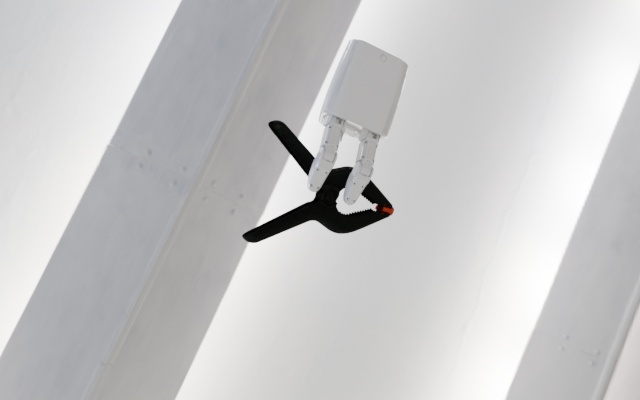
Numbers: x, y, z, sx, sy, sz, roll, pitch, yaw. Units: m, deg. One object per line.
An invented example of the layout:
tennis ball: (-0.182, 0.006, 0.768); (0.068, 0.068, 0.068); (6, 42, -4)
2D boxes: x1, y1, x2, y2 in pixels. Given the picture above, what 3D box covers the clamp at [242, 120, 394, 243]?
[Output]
clamp: (0.000, 0.002, 0.659); (0.210, 0.164, 0.036); (20, 1, -20)
